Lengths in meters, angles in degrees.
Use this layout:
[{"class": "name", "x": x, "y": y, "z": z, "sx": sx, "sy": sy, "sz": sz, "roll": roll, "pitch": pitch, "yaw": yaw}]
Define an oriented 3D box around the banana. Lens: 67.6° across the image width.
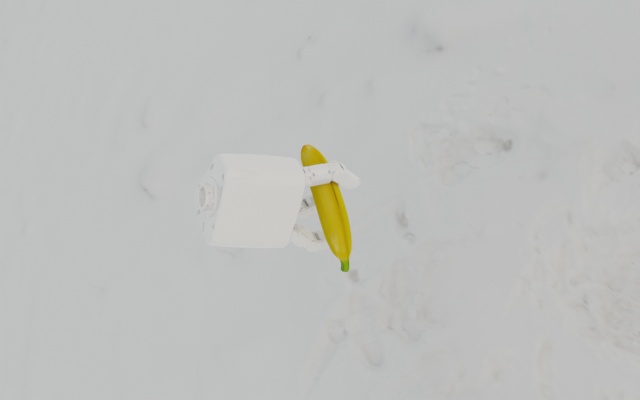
[{"class": "banana", "x": 0.006, "y": -0.002, "z": 0.655, "sx": 0.037, "sy": 0.197, "sz": 0.070, "roll": -9, "pitch": -20, "yaw": -19}]
